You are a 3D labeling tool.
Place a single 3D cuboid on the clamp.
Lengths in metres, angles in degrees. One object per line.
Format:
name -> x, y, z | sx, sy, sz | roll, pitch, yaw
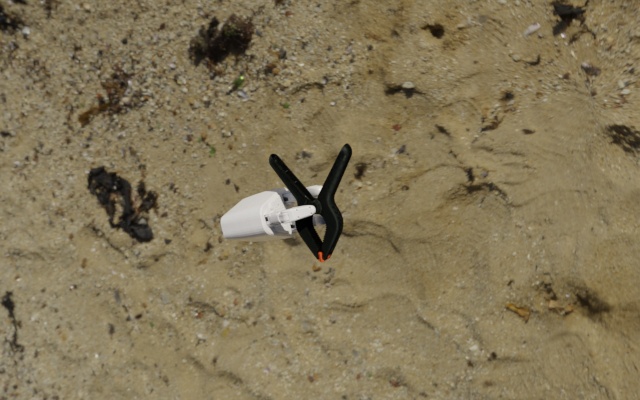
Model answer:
clamp -> 0.000, 0.003, 0.840 | 0.164, 0.210, 0.036 | -12, 5, 32
